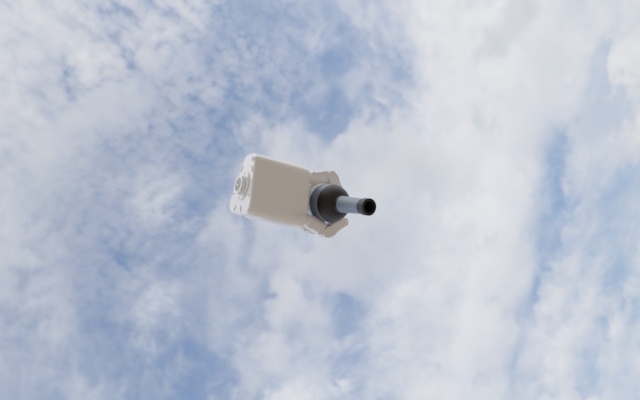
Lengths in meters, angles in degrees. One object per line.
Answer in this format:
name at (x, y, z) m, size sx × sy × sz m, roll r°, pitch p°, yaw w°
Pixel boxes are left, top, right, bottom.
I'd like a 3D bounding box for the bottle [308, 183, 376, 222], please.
bottle at (0.000, 0.003, 0.853) m, size 0.069 × 0.069 × 0.295 m, roll 0°, pitch 3°, yaw -31°
